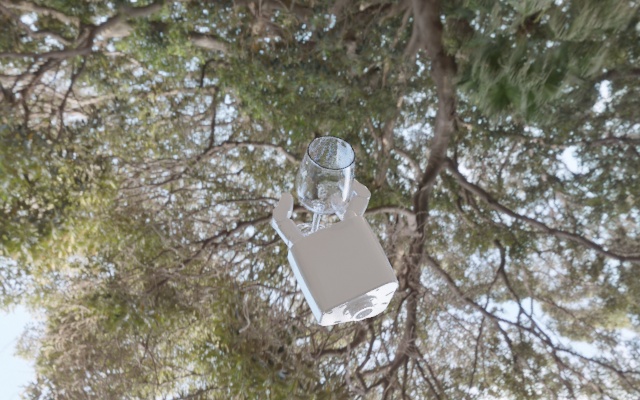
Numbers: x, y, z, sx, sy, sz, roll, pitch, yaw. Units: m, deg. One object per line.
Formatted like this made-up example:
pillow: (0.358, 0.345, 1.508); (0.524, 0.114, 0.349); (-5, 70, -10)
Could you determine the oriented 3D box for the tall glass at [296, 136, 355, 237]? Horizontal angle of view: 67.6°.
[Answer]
tall glass: (0.000, 0.003, 0.676); (0.079, 0.079, 0.201); (0, -40, -10)
